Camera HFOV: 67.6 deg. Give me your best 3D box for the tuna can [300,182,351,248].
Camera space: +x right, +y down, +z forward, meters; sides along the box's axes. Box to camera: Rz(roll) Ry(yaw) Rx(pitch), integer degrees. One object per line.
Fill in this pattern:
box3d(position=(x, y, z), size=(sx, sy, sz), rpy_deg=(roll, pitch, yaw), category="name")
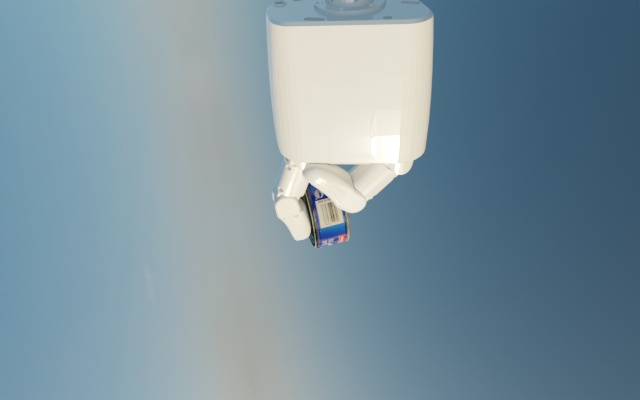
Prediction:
box3d(position=(0.000, 0.002, 0.457), size=(0.034, 0.086, 0.086), rpy_deg=(-14, 2, -8), category="tuna can")
